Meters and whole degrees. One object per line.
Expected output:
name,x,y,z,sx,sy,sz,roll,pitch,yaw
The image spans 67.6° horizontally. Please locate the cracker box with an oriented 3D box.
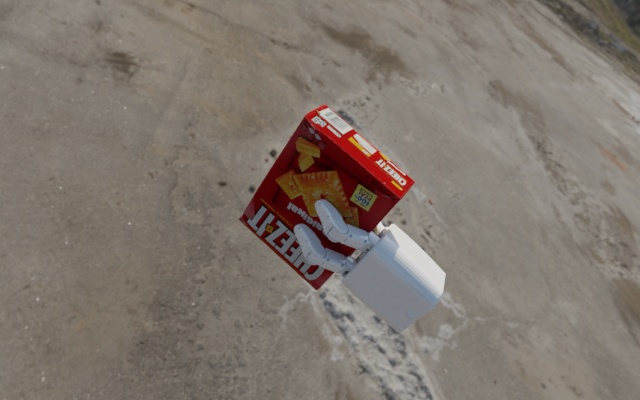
cracker box,0.000,0.002,0.672,0.214,0.164,0.072,-52,-7,35
